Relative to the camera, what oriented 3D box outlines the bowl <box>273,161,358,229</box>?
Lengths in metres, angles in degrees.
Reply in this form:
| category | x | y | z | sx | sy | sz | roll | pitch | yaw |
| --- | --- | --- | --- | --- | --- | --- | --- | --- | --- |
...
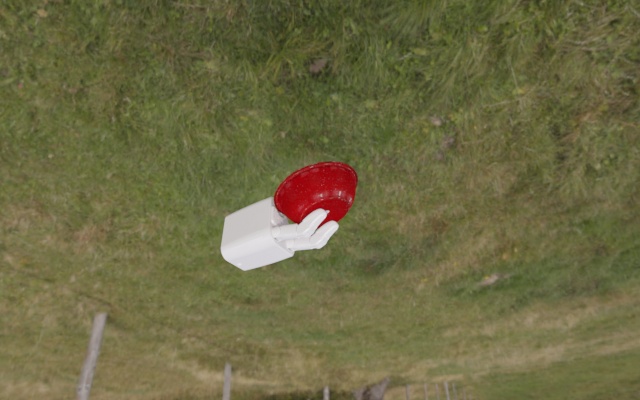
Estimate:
| category | x | y | z | sx | sy | sz | roll | pitch | yaw |
| --- | --- | --- | --- | --- | --- | --- | --- | --- | --- |
| bowl | 0.001 | 0.002 | 0.860 | 0.162 | 0.055 | 0.162 | -15 | -34 | -10 |
